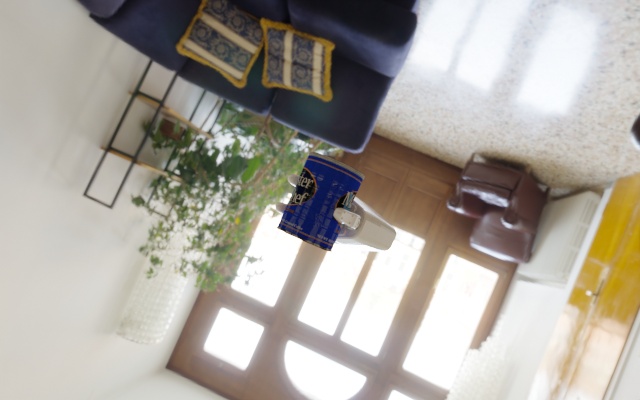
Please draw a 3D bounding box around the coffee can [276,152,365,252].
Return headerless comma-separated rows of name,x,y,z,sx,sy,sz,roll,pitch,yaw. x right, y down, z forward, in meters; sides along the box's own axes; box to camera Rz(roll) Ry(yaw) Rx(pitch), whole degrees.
coffee can,0.000,0.002,0.805,0.103,0.140,0.103,24,-3,1
